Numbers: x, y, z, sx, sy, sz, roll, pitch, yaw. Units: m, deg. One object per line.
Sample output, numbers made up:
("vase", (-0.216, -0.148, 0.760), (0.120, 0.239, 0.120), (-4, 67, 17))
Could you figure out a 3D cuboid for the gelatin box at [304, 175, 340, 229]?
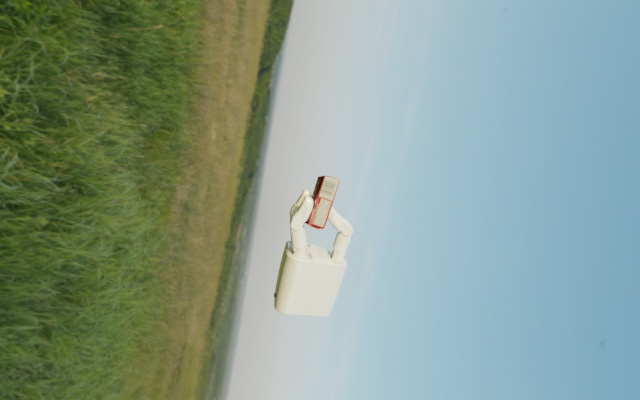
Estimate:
("gelatin box", (0.001, 0.002, 0.820), (0.030, 0.089, 0.073), (18, -1, -9))
